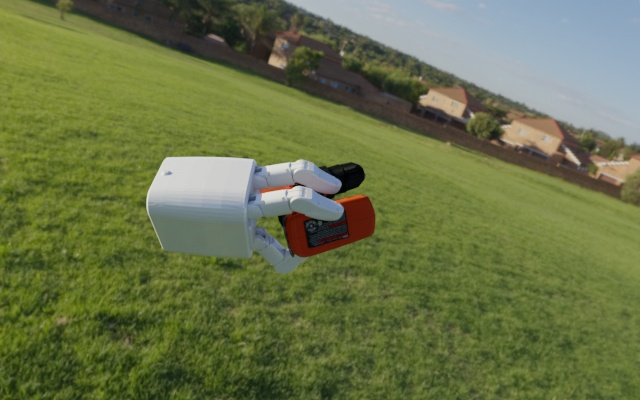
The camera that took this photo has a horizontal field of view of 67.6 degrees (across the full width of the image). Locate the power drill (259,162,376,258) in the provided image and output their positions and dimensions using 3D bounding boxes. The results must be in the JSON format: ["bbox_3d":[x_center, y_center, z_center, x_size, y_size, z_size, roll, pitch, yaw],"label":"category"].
[{"bbox_3d":[0.000,0.002,0.623,0.184,0.057,0.187,-18,19,-14],"label":"power drill"}]
